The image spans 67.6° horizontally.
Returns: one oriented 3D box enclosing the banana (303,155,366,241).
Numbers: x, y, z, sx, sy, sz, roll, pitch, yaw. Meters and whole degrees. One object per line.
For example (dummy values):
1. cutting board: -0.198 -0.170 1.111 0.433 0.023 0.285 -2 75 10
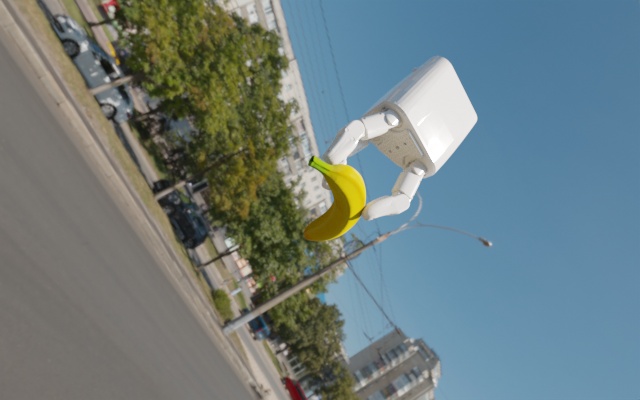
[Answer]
1. banana: 0.017 0.007 0.580 0.069 0.037 0.198 22 -29 8
